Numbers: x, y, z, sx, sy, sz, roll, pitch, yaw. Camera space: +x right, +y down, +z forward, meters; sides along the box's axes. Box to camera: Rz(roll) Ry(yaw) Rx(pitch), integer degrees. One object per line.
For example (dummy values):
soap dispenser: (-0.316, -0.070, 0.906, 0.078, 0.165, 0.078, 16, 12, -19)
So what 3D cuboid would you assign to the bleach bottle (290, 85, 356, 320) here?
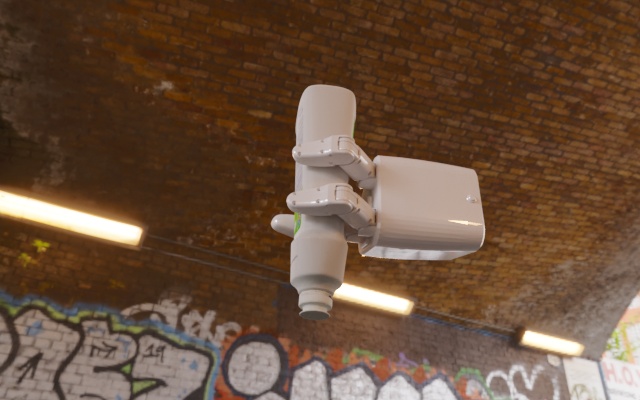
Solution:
bleach bottle: (0.000, 0.002, 0.505, 0.068, 0.250, 0.103, 6, -31, -4)
